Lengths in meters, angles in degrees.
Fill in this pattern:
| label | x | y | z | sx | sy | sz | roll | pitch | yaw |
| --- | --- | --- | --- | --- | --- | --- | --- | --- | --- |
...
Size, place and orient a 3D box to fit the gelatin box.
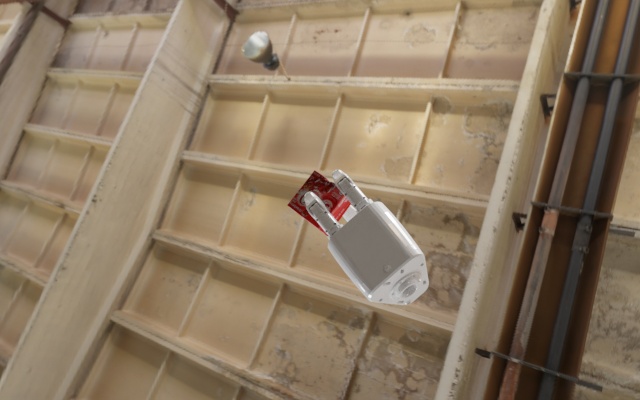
| label | x | y | z | sx | sy | sz | roll | pitch | yaw |
| --- | --- | --- | --- | --- | --- | --- | --- | --- | --- |
| gelatin box | 0.000 | 0.003 | 0.747 | 0.089 | 0.073 | 0.030 | 35 | -3 | 44 |
